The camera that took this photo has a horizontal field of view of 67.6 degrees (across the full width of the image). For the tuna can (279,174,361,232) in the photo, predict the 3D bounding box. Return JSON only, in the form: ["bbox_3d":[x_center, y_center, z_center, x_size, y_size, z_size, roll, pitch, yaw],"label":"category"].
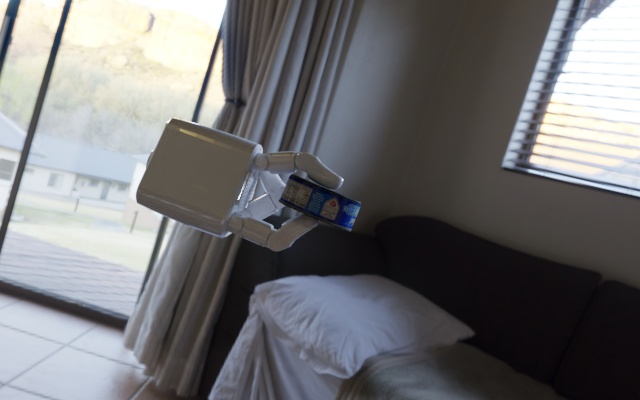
[{"bbox_3d":[0.000,0.001,0.520,0.086,0.034,0.086,23,2,-1],"label":"tuna can"}]
